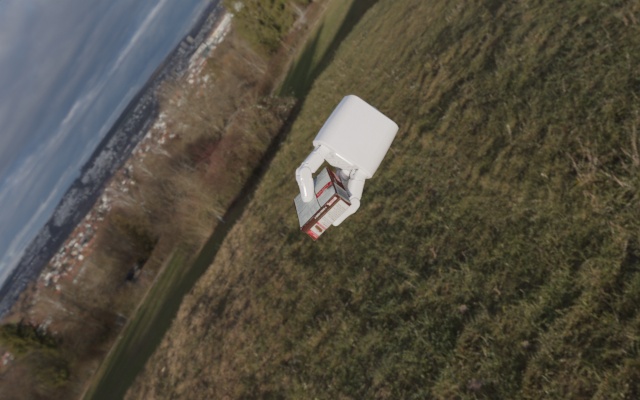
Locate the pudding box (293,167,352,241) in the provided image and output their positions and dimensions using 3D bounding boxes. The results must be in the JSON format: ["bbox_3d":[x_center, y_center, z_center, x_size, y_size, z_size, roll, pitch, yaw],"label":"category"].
[{"bbox_3d":[0.000,0.003,0.822,0.039,0.090,0.113,38,15,-23],"label":"pudding box"}]
